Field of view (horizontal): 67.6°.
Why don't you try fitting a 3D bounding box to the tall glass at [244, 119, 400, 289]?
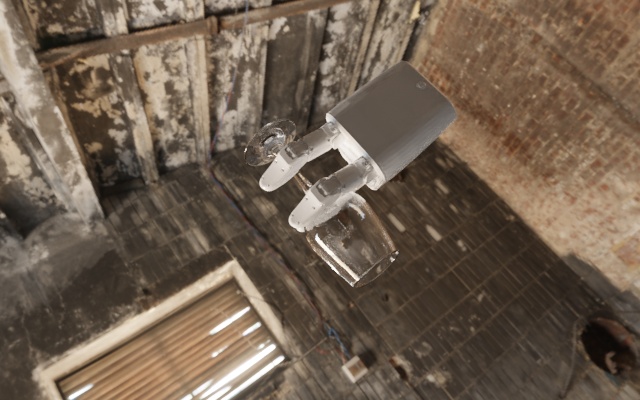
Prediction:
[{"bbox_3d":[0.000,0.001,0.534,0.079,0.201,0.079,-34,-22,-15],"label":"tall glass"}]
